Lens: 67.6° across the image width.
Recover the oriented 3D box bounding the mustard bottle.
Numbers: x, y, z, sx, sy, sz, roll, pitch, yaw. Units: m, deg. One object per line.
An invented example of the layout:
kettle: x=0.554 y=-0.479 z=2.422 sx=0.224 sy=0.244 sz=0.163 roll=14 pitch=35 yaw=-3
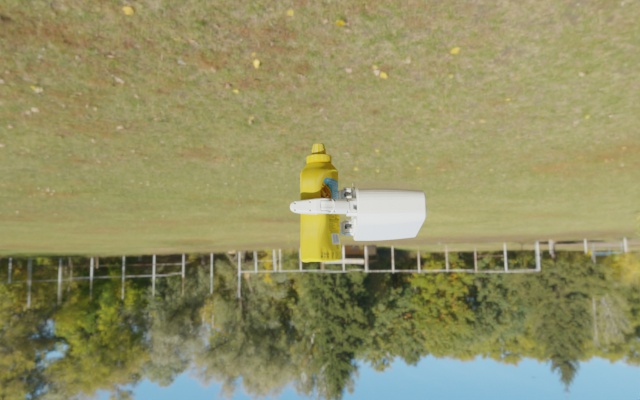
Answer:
mustard bottle: x=0.000 y=0.003 z=0.771 sx=0.058 sy=0.191 sz=0.096 roll=-4 pitch=-7 yaw=24
